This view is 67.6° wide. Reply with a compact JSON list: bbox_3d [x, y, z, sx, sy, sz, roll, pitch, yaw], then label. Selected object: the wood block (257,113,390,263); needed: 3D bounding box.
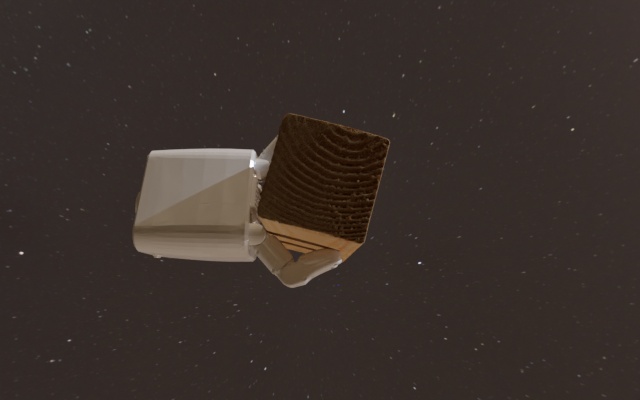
[{"bbox_3d":[0.000,0.001,0.475,0.090,0.091,0.206,15,-11,1],"label":"wood block"}]
